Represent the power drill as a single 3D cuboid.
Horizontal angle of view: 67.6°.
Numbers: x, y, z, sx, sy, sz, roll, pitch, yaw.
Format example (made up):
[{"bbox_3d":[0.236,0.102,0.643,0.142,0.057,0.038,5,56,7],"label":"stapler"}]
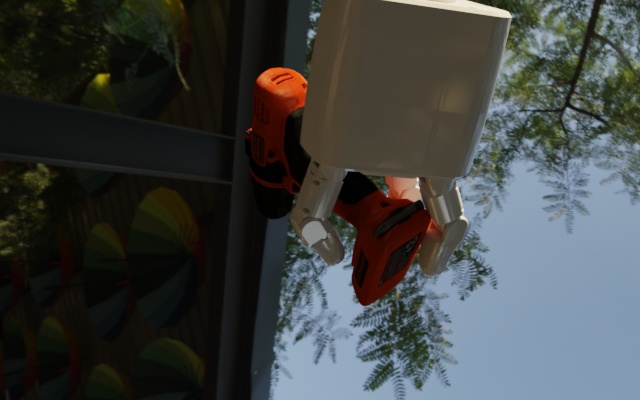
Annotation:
[{"bbox_3d":[0.000,0.002,0.427,0.057,0.187,0.185,-32,-27,-26],"label":"power drill"}]
